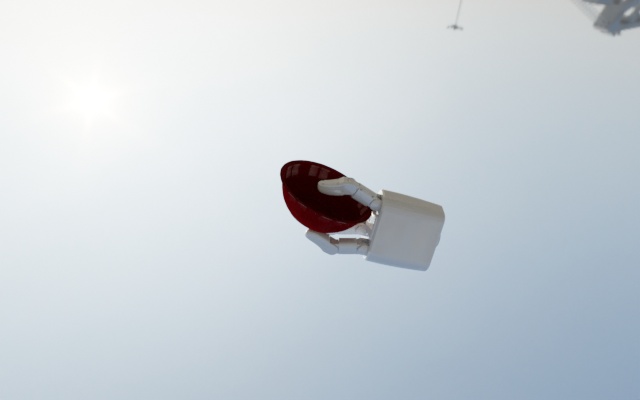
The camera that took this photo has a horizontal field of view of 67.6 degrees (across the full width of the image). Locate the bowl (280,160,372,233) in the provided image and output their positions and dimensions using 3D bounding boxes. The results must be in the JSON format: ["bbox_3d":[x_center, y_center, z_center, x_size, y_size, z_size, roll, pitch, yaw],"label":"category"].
[{"bbox_3d":[-0.001,0.002,0.770,0.162,0.055,0.162,21,30,-13],"label":"bowl"}]
